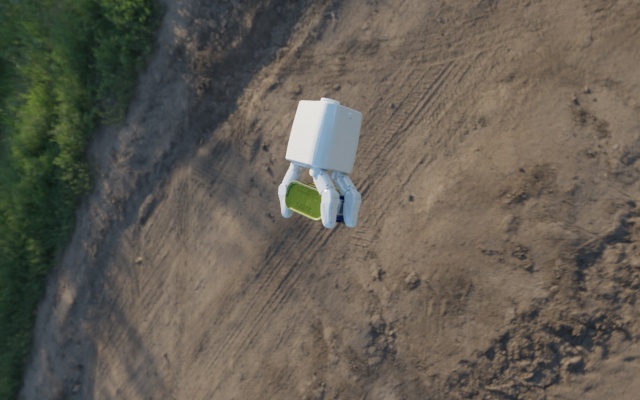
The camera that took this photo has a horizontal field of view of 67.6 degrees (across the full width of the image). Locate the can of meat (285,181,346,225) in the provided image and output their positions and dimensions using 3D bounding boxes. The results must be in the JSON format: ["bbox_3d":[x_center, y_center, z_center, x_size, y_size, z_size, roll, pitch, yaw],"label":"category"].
[{"bbox_3d":[0.000,0.003,0.826,0.102,0.057,0.084,21,9,38],"label":"can of meat"}]
